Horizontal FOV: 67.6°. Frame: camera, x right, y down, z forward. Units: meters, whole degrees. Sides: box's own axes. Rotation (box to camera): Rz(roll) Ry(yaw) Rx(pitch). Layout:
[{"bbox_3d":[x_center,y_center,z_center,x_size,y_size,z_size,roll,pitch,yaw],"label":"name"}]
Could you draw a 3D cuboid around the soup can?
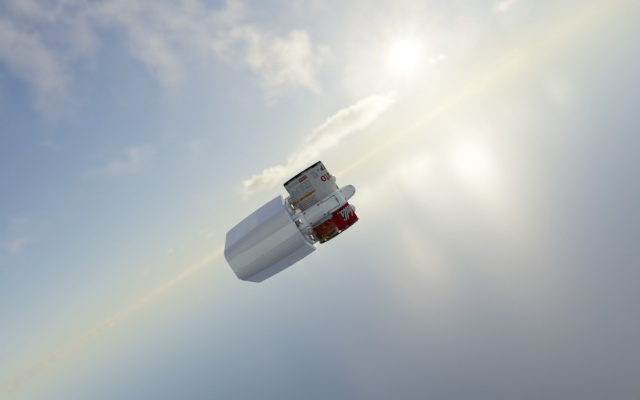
[{"bbox_3d":[0.000,0.002,0.690,0.068,0.102,0.068,-33,2,1],"label":"soup can"}]
